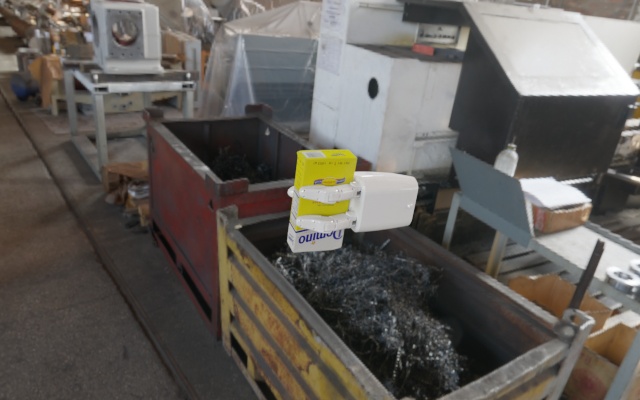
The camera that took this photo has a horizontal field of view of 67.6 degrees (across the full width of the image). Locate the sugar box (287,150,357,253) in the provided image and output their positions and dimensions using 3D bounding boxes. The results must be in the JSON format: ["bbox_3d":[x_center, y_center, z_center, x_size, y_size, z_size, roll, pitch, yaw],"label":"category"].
[{"bbox_3d":[0.000,0.003,0.807,0.093,0.176,0.048,-3,26,-20],"label":"sugar box"}]
